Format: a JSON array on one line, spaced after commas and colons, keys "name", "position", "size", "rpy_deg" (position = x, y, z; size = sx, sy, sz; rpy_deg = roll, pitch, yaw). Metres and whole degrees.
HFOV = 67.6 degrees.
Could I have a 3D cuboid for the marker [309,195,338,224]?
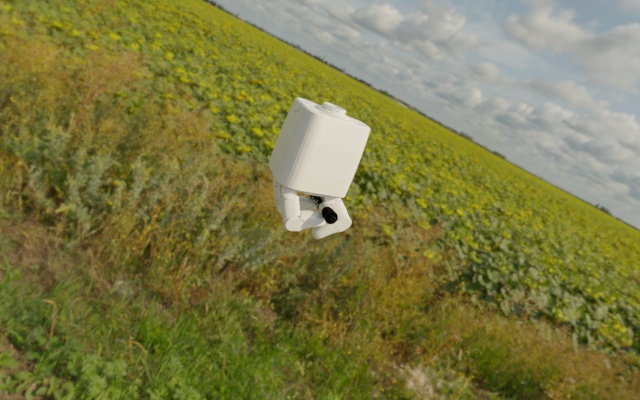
[{"name": "marker", "position": [0.000, 0.002, 0.691], "size": [0.020, 0.020, 0.121], "rpy_deg": [0, 23, -17]}]
